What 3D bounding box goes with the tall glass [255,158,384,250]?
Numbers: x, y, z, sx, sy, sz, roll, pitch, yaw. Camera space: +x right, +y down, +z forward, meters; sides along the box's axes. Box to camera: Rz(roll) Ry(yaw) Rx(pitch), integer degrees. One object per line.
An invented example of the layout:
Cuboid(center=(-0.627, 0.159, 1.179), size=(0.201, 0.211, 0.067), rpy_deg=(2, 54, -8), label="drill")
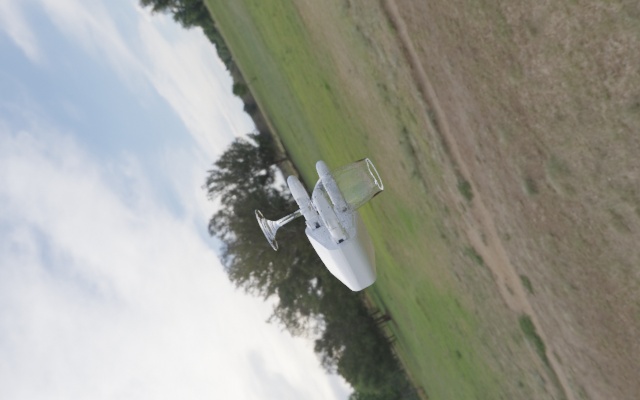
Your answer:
Cuboid(center=(-0.001, 0.003, 0.777), size=(0.201, 0.079, 0.079), rpy_deg=(-28, 0, 0), label="tall glass")
